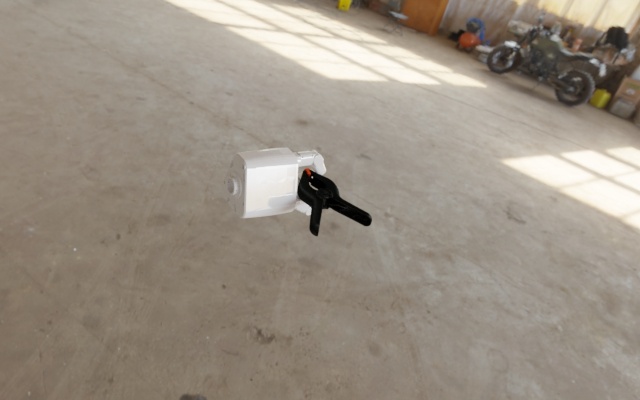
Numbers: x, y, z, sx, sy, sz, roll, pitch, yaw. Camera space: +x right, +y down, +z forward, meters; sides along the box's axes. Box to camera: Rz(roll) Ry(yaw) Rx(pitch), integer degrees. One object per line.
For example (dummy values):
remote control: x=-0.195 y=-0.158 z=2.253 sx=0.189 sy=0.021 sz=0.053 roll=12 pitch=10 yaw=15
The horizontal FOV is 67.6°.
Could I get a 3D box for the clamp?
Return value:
clamp: x=0.000 y=0.002 z=0.868 sx=0.120 sy=0.039 sz=0.171 roll=-11 pitch=40 yaw=-37
